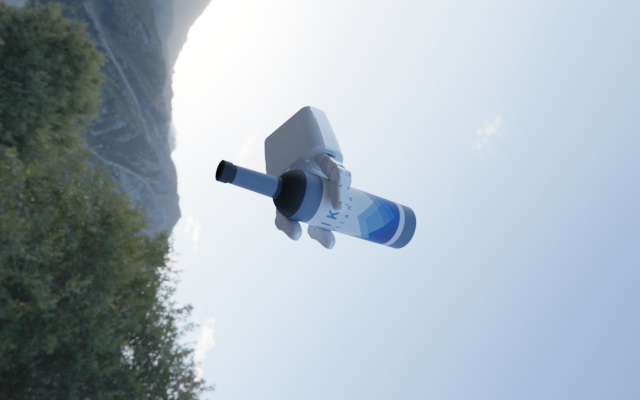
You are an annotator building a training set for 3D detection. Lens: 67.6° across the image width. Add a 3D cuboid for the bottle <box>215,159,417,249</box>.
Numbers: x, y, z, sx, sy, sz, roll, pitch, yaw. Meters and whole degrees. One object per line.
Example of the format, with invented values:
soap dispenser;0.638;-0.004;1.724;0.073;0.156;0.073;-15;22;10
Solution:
bottle;0.000;0.002;0.645;0.296;0.069;0.069;18;-9;-30
